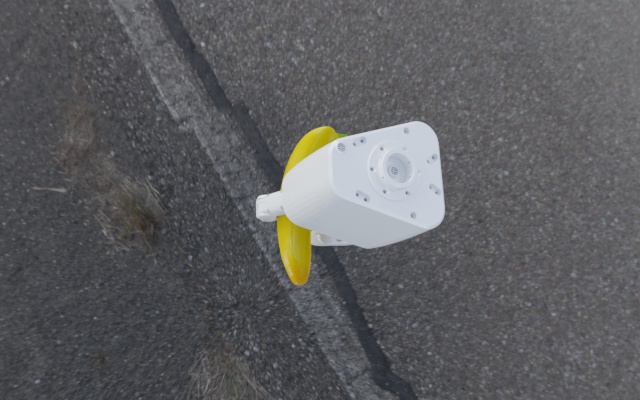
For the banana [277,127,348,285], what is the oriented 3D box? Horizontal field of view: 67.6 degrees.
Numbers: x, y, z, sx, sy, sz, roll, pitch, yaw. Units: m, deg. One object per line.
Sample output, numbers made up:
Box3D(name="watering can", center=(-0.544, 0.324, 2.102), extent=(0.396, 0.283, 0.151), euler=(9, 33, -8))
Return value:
Box3D(name="banana", center=(-0.013, -0.010, 0.523), extent=(0.070, 0.197, 0.037), euler=(32, -27, -28))
